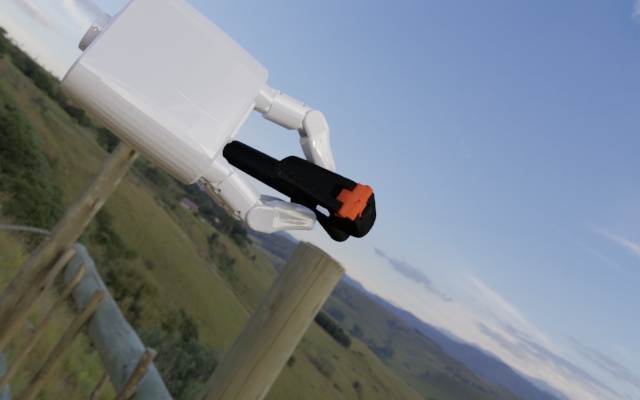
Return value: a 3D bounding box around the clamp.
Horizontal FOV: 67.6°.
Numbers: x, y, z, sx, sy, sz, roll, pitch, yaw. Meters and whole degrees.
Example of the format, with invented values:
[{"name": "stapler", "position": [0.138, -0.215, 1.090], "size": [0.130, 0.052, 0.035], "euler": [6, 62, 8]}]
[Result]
[{"name": "clamp", "position": [0.001, 0.001, 0.430], "size": [0.164, 0.036, 0.210], "euler": [37, -9, -23]}]
